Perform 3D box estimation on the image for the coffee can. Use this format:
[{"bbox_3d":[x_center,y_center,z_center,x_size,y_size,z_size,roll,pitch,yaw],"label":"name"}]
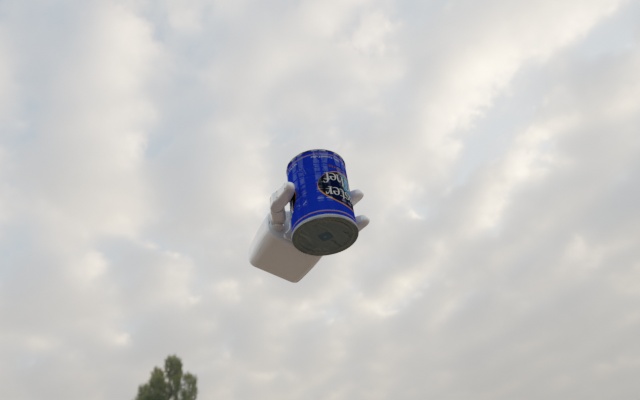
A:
[{"bbox_3d":[0.000,0.002,0.765,0.103,0.140,0.103,-5,-39,-4],"label":"coffee can"}]
